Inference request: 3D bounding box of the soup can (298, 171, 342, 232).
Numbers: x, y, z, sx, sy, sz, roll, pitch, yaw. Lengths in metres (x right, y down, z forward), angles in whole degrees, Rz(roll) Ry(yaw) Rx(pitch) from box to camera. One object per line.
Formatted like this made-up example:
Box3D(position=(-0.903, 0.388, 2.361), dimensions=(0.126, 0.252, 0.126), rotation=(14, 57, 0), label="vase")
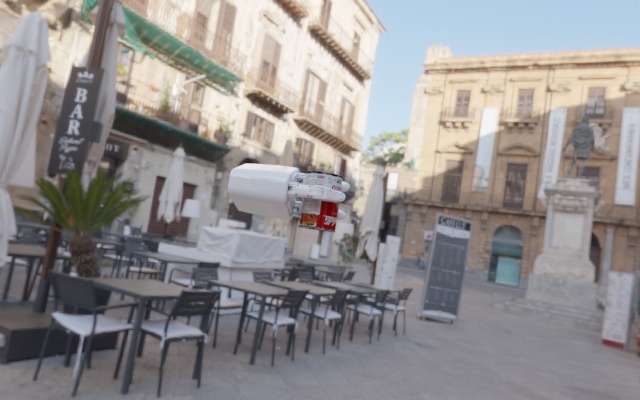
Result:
Box3D(position=(0.001, 0.003, 0.864), dimensions=(0.068, 0.102, 0.068), rotation=(8, -5, 1), label="soup can")
